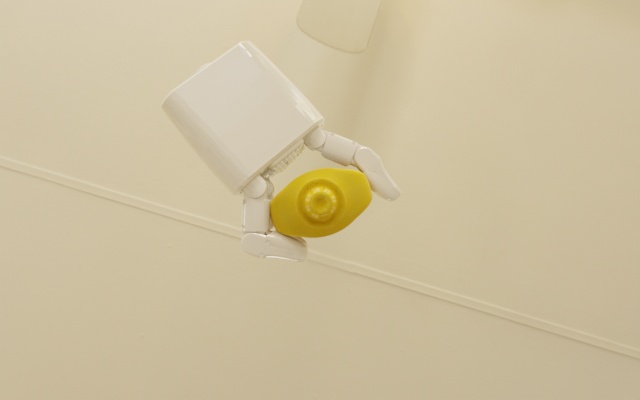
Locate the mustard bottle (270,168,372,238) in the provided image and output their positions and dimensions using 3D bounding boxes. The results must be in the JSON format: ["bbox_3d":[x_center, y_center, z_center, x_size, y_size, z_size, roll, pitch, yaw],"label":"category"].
[{"bbox_3d":[0.000,0.002,0.458,0.096,0.058,0.191,-17,0,0],"label":"mustard bottle"}]
